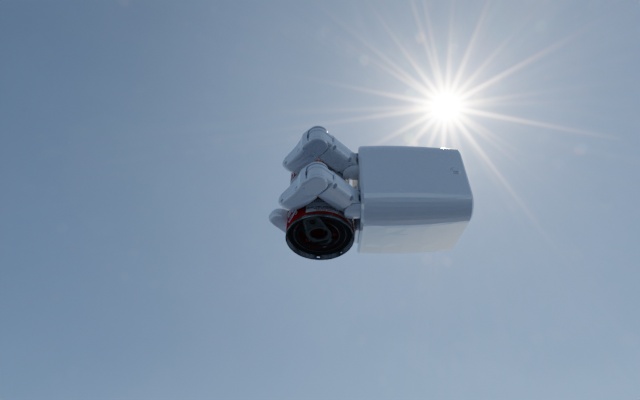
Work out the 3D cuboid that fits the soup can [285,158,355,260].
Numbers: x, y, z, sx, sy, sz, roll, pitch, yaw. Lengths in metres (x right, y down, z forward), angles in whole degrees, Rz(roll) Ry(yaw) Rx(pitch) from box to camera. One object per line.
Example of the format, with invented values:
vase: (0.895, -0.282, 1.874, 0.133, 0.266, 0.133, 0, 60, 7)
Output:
soup can: (0.000, 0.002, 0.502, 0.068, 0.102, 0.069, 1, -44, 0)
